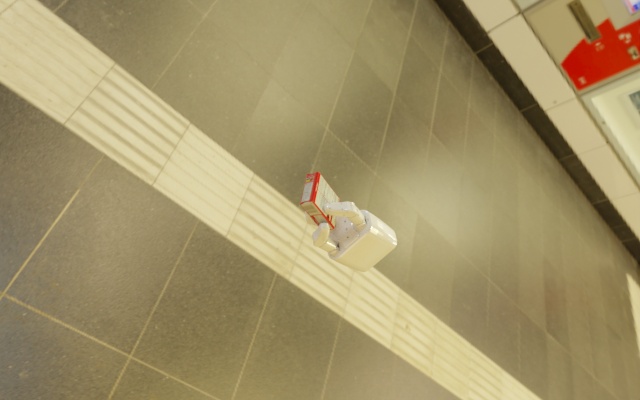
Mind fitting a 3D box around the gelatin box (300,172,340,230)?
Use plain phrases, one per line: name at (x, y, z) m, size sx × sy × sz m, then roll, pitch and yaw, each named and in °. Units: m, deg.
gelatin box at (0.000, 0.003, 0.889) m, size 0.030 × 0.073 × 0.089 m, roll -13°, pitch -44°, yaw 27°
